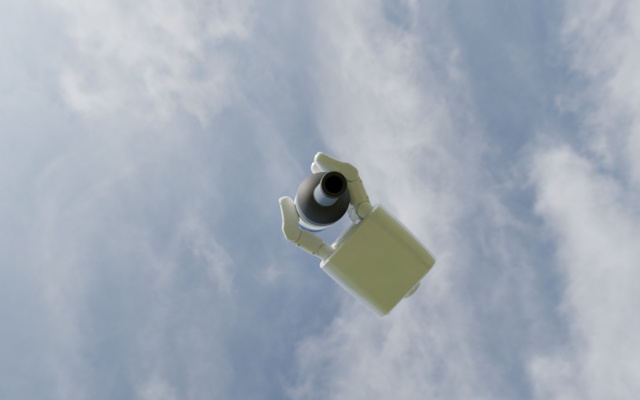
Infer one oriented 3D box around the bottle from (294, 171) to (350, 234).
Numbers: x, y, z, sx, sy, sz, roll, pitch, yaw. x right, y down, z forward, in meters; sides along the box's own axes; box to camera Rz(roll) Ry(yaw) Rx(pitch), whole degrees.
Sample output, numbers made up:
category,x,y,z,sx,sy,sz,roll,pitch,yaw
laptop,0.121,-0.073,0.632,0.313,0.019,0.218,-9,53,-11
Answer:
category,x,y,z,sx,sy,sz,roll,pitch,yaw
bottle,0.000,0.002,0.630,0.069,0.069,0.296,0,-7,-5
